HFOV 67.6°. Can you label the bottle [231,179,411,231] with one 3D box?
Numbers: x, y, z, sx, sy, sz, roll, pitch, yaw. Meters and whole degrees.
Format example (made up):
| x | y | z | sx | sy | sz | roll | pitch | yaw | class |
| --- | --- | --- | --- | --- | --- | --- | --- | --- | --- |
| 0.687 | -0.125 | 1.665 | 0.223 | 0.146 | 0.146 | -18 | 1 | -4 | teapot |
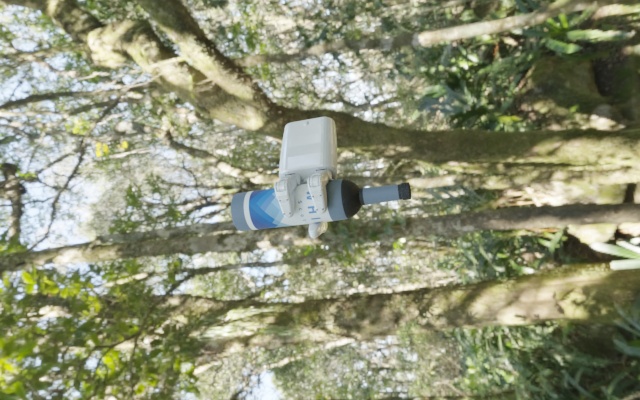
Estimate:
| x | y | z | sx | sy | sz | roll | pitch | yaw | class |
| --- | --- | --- | --- | --- | --- | --- | --- | --- | --- |
| 0.000 | 0.003 | 0.788 | 0.296 | 0.069 | 0.069 | -7 | -2 | 15 | bottle |
